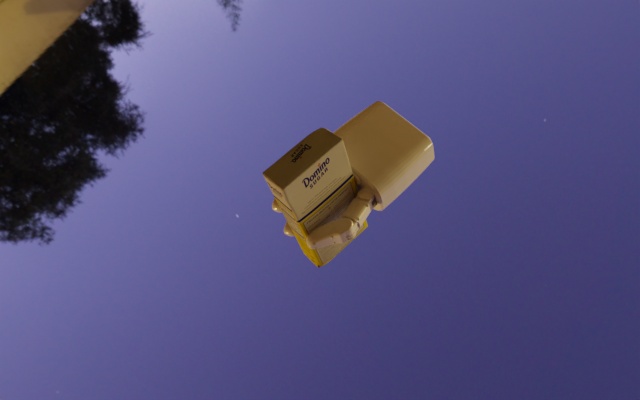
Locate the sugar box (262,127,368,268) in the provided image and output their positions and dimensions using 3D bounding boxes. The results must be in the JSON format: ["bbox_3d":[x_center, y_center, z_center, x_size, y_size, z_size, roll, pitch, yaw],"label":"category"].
[{"bbox_3d":[0.000,0.002,0.593,0.048,0.093,0.176,37,-20,38],"label":"sugar box"}]
